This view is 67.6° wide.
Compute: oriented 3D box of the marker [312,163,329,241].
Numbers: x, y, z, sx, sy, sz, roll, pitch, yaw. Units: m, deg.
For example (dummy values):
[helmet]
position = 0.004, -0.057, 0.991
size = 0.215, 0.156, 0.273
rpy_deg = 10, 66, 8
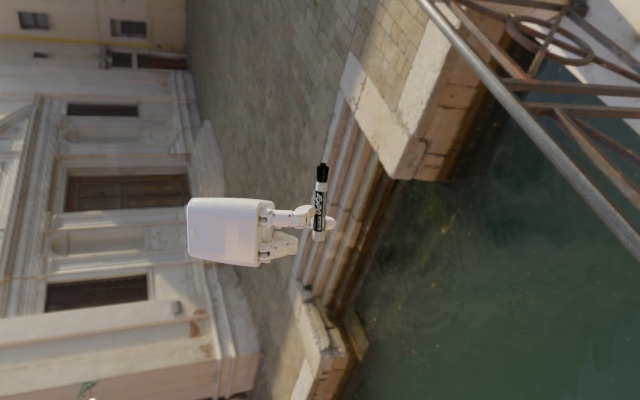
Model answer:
[marker]
position = 0.000, 0.002, 0.724
size = 0.020, 0.121, 0.020
rpy_deg = 3, 17, -1
